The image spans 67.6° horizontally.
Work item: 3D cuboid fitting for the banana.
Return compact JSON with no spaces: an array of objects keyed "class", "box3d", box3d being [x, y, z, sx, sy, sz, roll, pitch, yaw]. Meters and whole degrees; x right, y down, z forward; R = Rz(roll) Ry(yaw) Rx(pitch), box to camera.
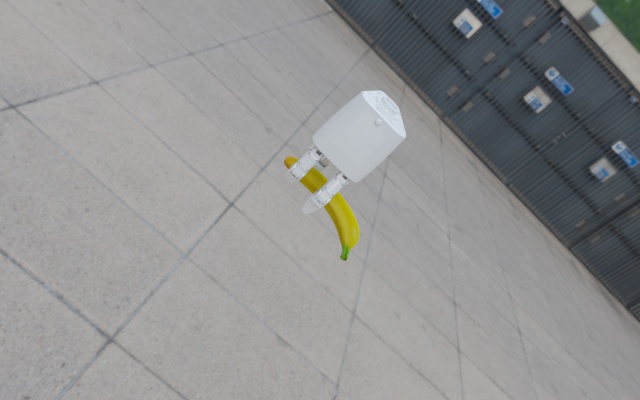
[{"class":"banana","box3d":[0.012,0.003,0.799,0.037,0.197,0.069,-40,-13,30]}]
